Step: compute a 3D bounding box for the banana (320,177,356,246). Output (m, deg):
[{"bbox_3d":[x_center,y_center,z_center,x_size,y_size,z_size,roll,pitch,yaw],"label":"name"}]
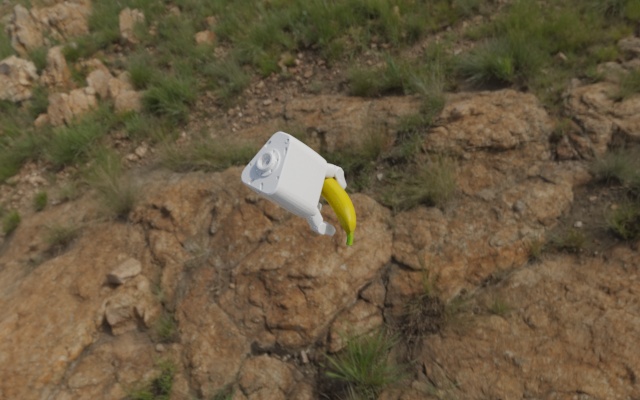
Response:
[{"bbox_3d":[0.012,-0.009,0.883,0.037,0.070,0.197,6,37,-46],"label":"banana"}]
